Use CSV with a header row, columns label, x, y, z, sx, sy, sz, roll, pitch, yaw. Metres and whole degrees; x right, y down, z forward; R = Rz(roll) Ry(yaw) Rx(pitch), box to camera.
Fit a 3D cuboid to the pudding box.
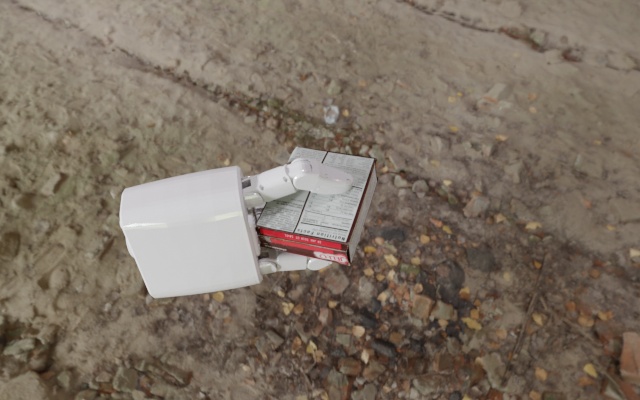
label,x,y,z,sx,sy,sz,roll,pitch,yaw
pudding box,0.000,0.001,0.460,0.090,0.113,0.039,11,-37,15
